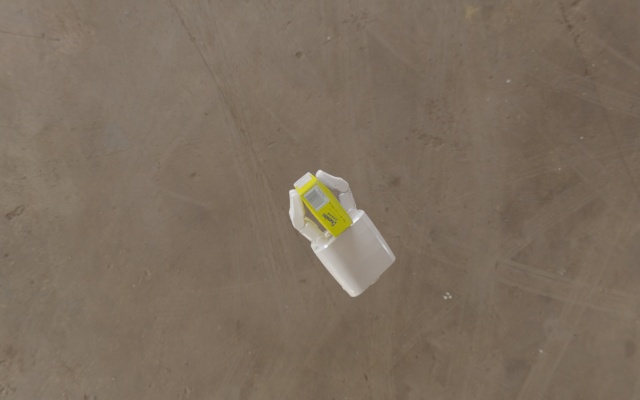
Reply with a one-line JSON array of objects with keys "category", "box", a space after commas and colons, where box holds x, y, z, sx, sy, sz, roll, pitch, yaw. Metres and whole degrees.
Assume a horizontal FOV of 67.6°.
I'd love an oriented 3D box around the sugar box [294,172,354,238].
[{"category": "sugar box", "box": [0.000, 0.003, 0.835, 0.048, 0.093, 0.176, -40, 9, -3]}]
